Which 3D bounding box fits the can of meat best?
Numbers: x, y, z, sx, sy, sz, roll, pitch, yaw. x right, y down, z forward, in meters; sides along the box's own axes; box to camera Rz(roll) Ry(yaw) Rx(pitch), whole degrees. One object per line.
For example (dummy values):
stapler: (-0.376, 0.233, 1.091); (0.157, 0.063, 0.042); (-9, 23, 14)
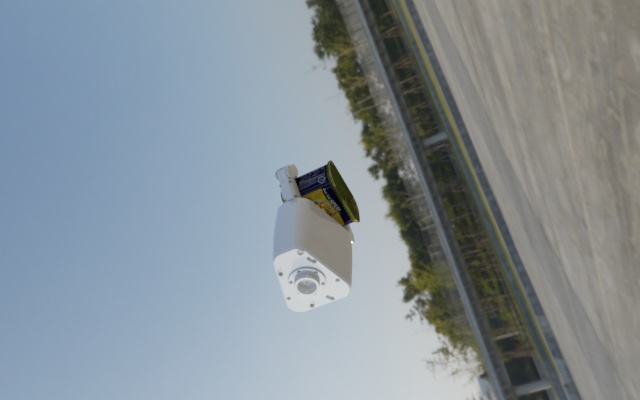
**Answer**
can of meat: (0.000, 0.002, 0.717); (0.084, 0.102, 0.057); (-23, 34, 15)
